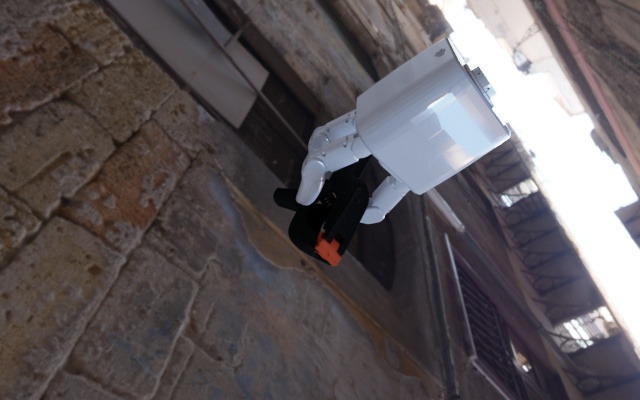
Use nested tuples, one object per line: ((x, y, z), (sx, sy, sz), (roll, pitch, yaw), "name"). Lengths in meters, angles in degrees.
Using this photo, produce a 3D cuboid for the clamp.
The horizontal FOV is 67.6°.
((0.001, 0.002, 0.516), (0.164, 0.036, 0.209), (-33, 24, 24), "clamp")
